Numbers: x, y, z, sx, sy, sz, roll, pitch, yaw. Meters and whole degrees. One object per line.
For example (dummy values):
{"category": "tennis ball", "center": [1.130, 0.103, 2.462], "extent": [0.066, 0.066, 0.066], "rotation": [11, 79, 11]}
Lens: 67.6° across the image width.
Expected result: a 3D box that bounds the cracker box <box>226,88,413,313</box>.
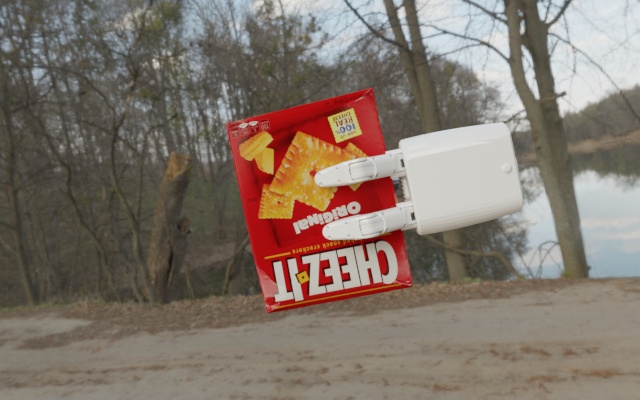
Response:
{"category": "cracker box", "center": [0.000, 0.002, 0.528], "extent": [0.164, 0.213, 0.072], "rotation": [-12, 1, 6]}
